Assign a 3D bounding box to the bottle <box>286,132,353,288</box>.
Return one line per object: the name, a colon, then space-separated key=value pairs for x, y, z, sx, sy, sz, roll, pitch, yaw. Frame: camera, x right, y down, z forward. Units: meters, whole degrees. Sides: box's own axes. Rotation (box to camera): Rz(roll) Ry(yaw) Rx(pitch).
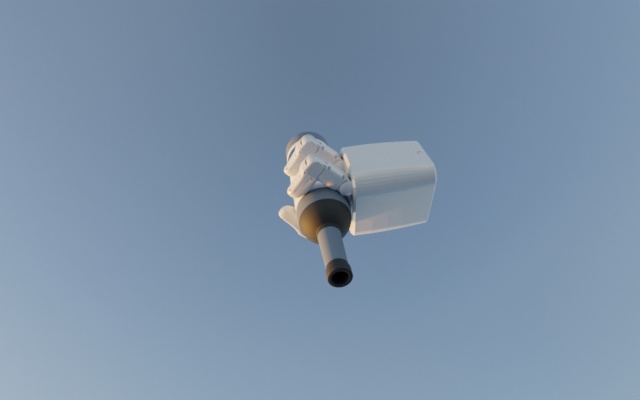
bottle: x=0.000 y=0.002 z=0.615 sx=0.069 sy=0.069 sz=0.295 roll=0 pitch=32 yaw=-9
